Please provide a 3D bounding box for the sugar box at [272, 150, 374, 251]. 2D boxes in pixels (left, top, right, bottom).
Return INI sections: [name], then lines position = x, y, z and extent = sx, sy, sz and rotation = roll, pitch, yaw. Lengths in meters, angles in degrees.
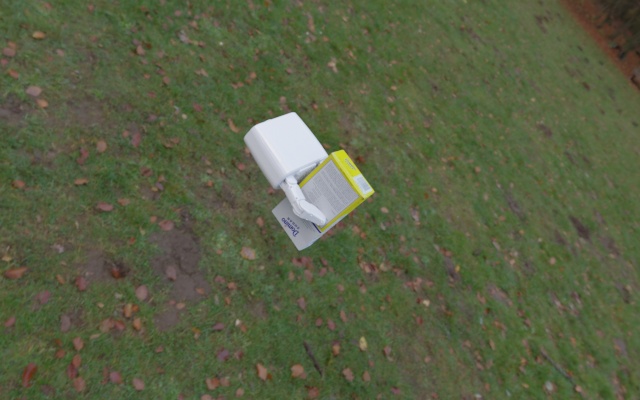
[sugar box]
position = 0.000, 0.002, 0.833
extent = 0.176, 0.093, 0.048
rotation = -41, -11, 36
